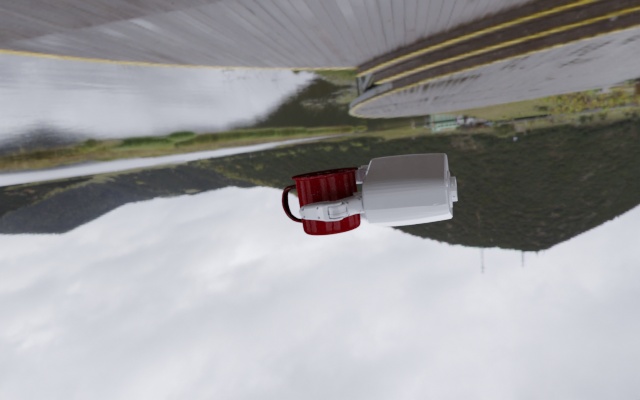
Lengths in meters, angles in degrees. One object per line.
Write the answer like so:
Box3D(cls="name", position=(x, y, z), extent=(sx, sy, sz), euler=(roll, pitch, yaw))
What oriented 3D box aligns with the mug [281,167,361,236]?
Box3D(cls="mug", position=(-0.001, 0.003, 0.662), extent=(0.117, 0.081, 0.093), euler=(-6, 7, 20))
